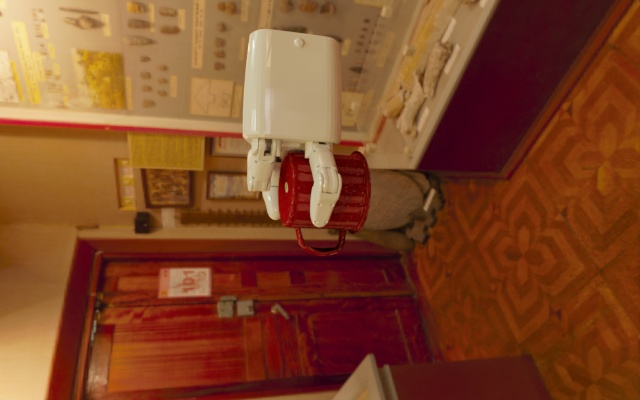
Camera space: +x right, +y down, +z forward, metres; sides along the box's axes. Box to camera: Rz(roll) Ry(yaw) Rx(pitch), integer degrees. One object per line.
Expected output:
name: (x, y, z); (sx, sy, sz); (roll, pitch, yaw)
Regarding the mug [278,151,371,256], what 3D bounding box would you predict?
mug: (0.000, 0.003, 0.521); (0.081, 0.117, 0.093); (2, -4, -16)
